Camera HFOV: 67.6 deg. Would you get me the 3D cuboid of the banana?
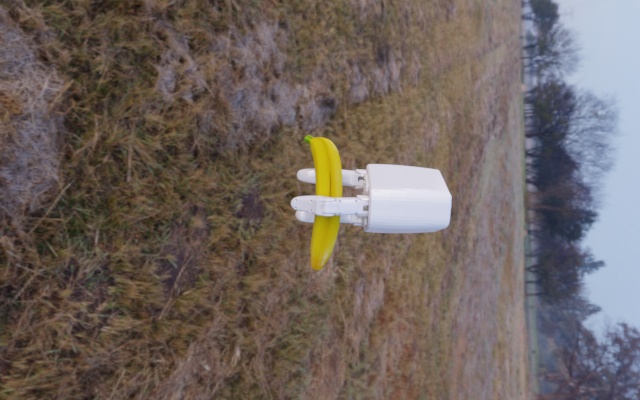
[{"bbox_3d":[0.006,-0.005,0.657,0.037,0.197,0.070,3,-14,-18],"label":"banana"}]
